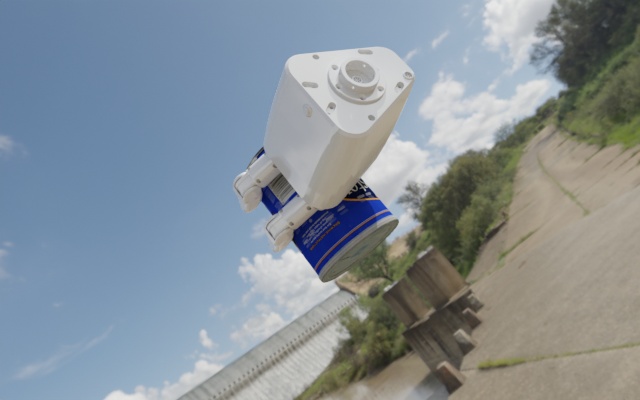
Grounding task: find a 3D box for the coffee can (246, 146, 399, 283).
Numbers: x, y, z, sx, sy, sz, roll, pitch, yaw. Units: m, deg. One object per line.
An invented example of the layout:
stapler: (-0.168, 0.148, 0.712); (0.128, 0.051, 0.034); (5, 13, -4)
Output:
coffee can: (0.000, 0.002, 0.513); (0.103, 0.140, 0.103); (-35, -17, -12)
